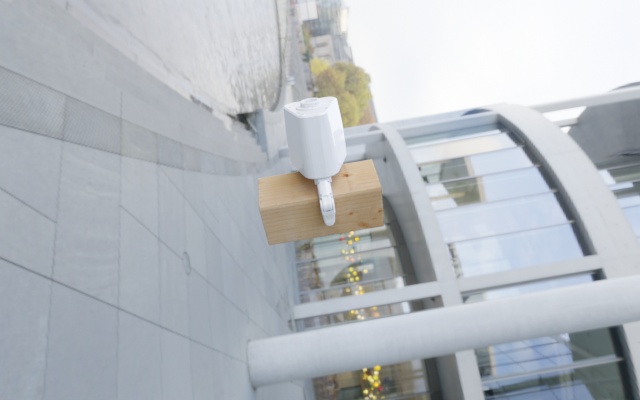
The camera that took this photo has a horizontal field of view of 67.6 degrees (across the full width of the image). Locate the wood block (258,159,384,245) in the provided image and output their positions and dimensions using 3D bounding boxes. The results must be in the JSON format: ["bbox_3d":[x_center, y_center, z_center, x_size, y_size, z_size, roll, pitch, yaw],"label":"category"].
[{"bbox_3d":[0.000,0.003,0.845,0.206,0.090,0.090,-9,39,0],"label":"wood block"}]
